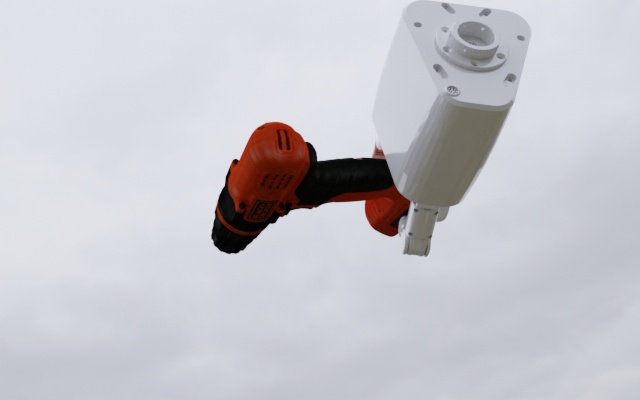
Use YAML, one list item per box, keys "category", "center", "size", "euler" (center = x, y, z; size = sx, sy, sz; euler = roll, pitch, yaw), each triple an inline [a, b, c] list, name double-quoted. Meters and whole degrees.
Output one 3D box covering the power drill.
- category: "power drill"
  center: [0.001, 0.001, 0.444]
  size: [0.187, 0.057, 0.184]
  euler: [0, -26, -25]
